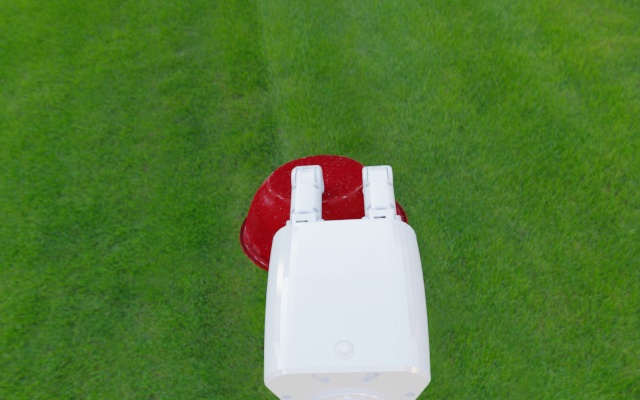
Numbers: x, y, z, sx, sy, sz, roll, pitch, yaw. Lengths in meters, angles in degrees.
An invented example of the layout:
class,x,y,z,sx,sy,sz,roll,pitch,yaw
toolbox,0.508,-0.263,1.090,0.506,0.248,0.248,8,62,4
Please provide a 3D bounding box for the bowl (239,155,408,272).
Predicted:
class,x,y,z,sx,sy,sz,roll,pitch,yaw
bowl,0.000,0.000,0.448,0.162,0.055,0.162,-5,31,3
